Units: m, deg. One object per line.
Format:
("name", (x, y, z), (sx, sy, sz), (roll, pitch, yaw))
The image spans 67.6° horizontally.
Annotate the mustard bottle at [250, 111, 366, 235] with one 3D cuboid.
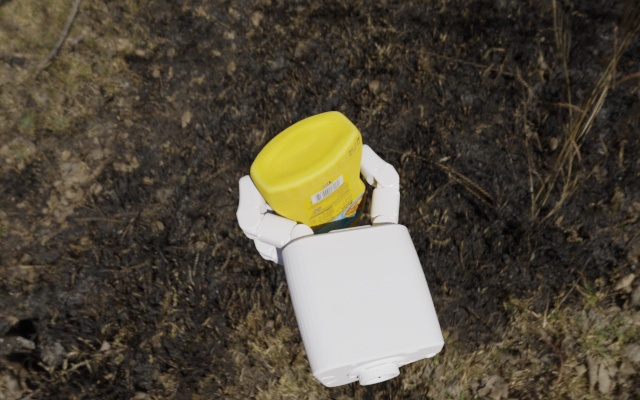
("mustard bottle", (0.000, 0.001, 0.470), (0.096, 0.058, 0.192), (-36, -27, -10))
